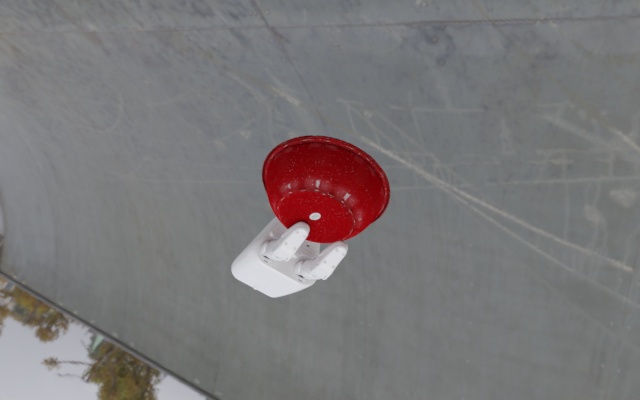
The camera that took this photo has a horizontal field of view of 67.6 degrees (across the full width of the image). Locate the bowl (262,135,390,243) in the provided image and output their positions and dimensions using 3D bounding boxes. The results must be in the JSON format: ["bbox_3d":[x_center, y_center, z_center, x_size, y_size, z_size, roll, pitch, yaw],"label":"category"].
[{"bbox_3d":[0.000,0.001,0.571,0.162,0.055,0.162,9,-43,8],"label":"bowl"}]
